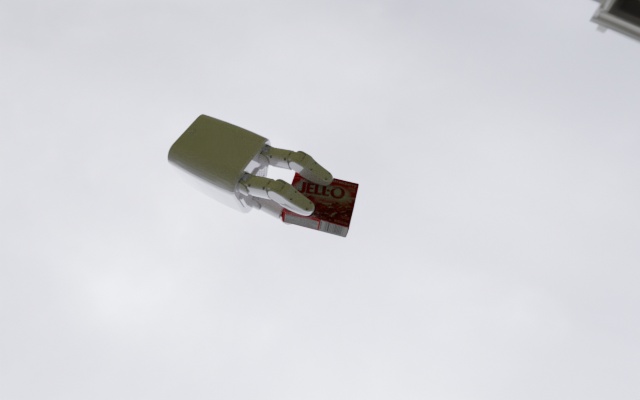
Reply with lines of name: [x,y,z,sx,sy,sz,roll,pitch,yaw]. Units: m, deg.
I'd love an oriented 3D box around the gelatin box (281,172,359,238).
gelatin box: [0.000,0.002,0.628,0.089,0.073,0.030,14,-36,2]
